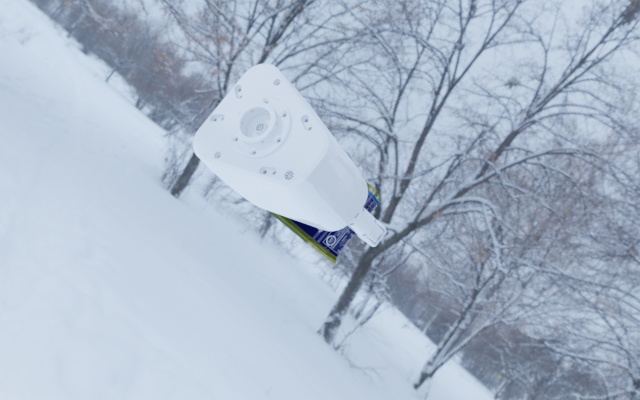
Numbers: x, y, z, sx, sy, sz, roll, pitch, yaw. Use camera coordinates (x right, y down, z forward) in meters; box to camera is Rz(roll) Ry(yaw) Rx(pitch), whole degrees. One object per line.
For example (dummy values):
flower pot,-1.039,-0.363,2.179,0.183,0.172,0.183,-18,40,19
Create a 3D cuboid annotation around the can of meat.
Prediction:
can of meat,0.000,0.001,0.498,0.102,0.084,0.057,37,-3,31
